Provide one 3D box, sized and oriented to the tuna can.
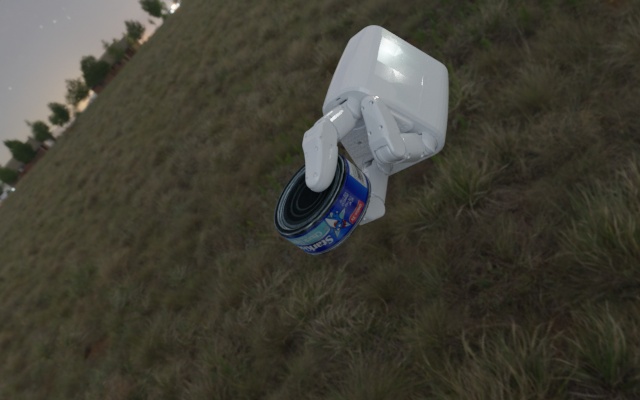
[{"bbox_3d":[0.000,0.001,0.408,0.034,0.086,0.086,37,-21,-30],"label":"tuna can"}]
